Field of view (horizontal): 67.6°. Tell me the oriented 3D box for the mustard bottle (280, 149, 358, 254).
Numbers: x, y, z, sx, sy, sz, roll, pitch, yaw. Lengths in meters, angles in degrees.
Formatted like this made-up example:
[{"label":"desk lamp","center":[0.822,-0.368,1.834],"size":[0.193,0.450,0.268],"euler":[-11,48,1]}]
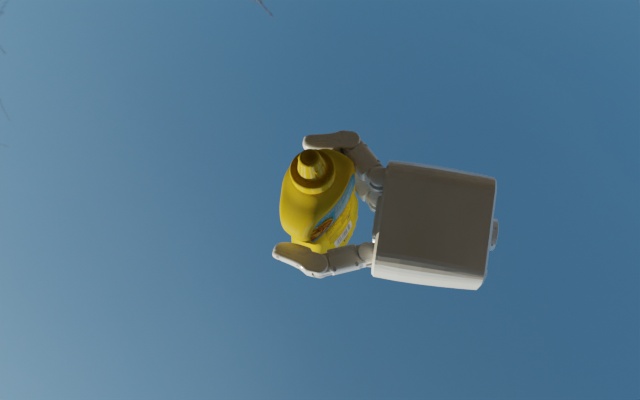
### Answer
[{"label":"mustard bottle","center":[0.000,0.002,0.491],"size":[0.058,0.096,0.192],"euler":[33,-16,17]}]
